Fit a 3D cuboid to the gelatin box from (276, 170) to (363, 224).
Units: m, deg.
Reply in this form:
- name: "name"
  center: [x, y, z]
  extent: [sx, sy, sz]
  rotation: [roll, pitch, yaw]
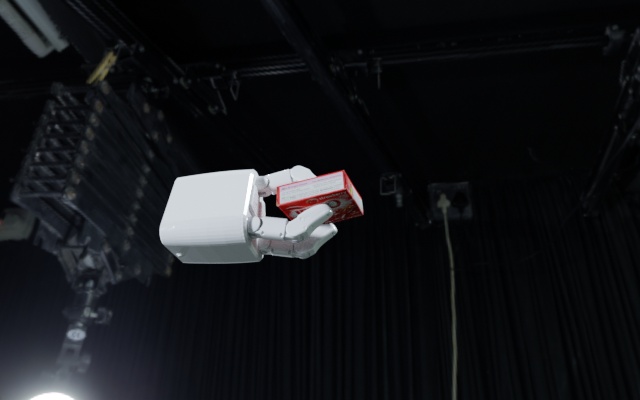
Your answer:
- name: "gelatin box"
  center: [0.000, 0.001, 0.585]
  extent: [0.089, 0.030, 0.073]
  rotation: [-14, -31, 15]
